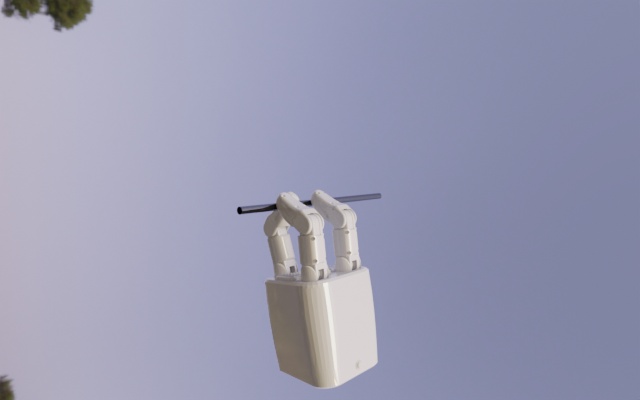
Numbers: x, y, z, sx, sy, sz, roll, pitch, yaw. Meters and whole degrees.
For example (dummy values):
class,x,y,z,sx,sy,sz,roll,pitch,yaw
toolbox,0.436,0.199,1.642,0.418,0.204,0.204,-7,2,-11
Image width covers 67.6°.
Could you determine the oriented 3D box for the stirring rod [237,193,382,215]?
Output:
class,x,y,z,sx,sy,sz,roll,pitch,yaw
stirring rod,0.000,0.002,0.557,0.011,0.011,0.239,0,4,41
